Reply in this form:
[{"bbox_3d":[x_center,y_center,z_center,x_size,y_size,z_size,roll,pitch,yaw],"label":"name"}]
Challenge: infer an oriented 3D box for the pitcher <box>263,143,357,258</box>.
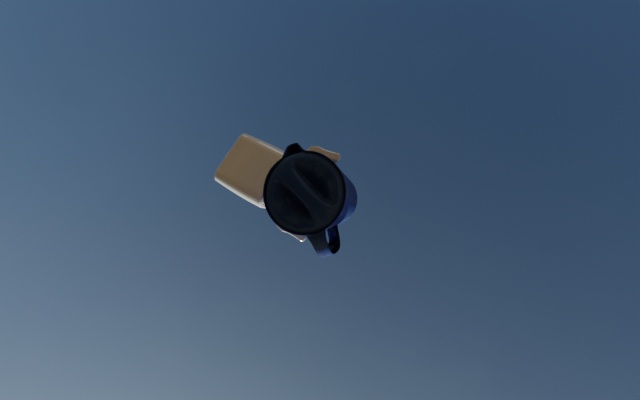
[{"bbox_3d":[0.000,0.003,0.849,0.145,0.149,0.243,27,3,12],"label":"pitcher"}]
